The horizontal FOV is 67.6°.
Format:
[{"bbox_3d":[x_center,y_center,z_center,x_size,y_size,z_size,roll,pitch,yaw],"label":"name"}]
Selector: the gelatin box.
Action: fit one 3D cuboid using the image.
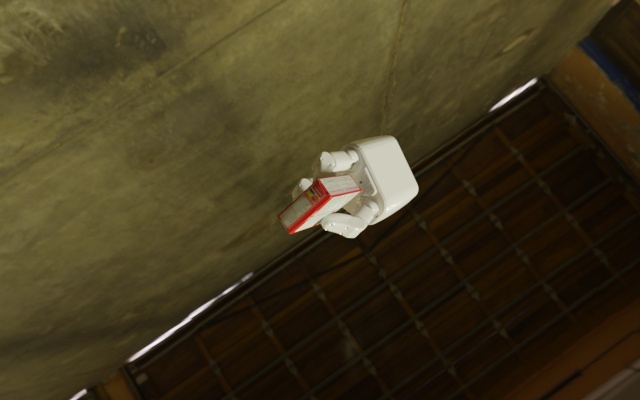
[{"bbox_3d":[0.000,0.002,0.580,0.073,0.030,0.089,-41,-13,26],"label":"gelatin box"}]
